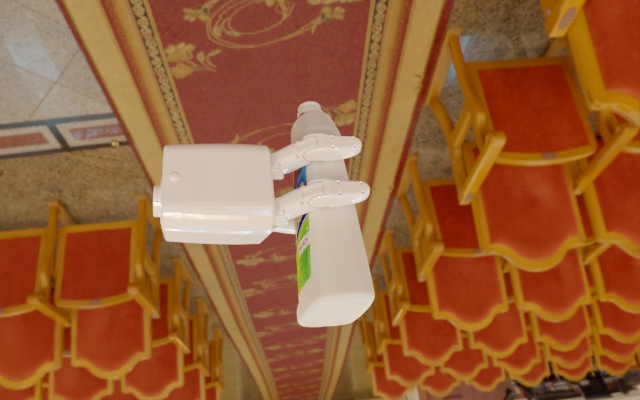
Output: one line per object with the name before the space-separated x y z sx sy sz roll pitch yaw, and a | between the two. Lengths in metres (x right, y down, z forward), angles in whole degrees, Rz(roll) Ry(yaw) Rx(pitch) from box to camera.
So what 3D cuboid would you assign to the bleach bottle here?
bleach bottle | 0.000 0.002 0.526 0.068 0.250 0.103 0 -30 -15
